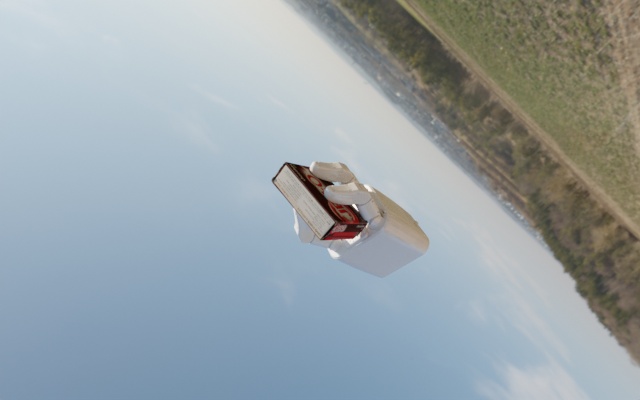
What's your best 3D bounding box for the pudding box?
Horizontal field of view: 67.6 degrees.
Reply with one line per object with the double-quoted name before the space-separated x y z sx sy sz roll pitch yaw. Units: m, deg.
"pudding box" 0.000 0.002 0.633 0.113 0.039 0.090 47 19 24
